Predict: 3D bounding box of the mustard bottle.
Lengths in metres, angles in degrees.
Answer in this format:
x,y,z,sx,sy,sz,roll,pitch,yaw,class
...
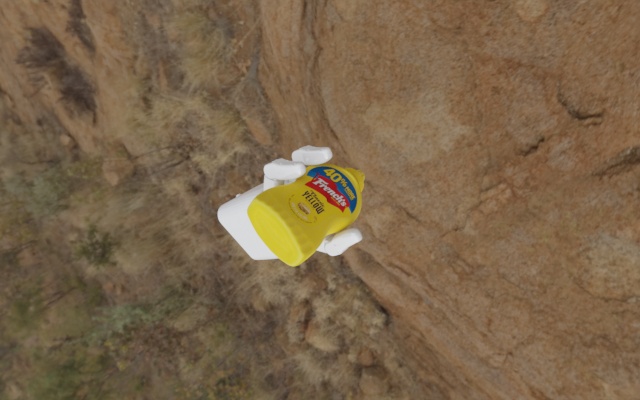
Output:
x,y,z,sx,sy,sz,roll,pitch,yaw,class
0.000,0.002,0.630,0.191,0.096,0.058,-33,-12,-44,mustard bottle
